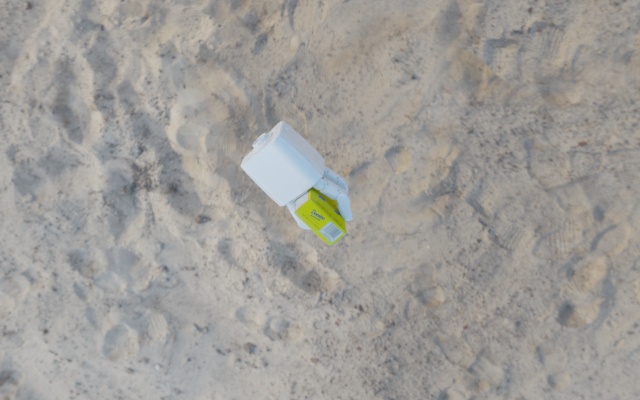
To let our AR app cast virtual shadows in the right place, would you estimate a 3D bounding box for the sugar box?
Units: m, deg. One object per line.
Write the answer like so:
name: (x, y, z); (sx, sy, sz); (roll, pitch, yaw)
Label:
sugar box: (0.000, 0.003, 0.887); (0.048, 0.093, 0.176); (-40, 20, 18)
